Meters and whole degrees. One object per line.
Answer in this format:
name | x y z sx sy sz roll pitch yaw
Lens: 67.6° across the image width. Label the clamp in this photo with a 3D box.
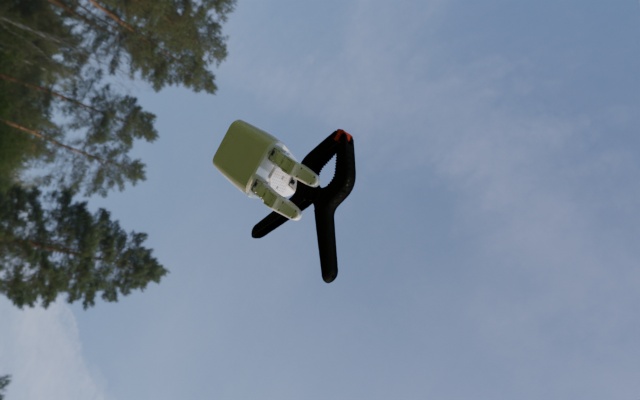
clamp | 0.001 0.002 0.685 0.164 0.210 0.036 34 8 33
